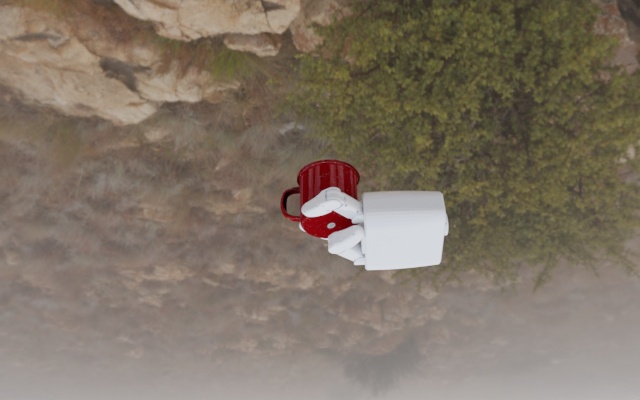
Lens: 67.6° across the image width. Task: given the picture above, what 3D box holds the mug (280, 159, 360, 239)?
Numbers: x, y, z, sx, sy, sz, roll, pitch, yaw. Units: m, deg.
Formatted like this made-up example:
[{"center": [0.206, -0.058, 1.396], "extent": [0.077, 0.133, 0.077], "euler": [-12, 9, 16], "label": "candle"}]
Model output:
[{"center": [-0.001, 0.002, 0.683], "extent": [0.117, 0.081, 0.093], "euler": [-4, -33, 5], "label": "mug"}]
